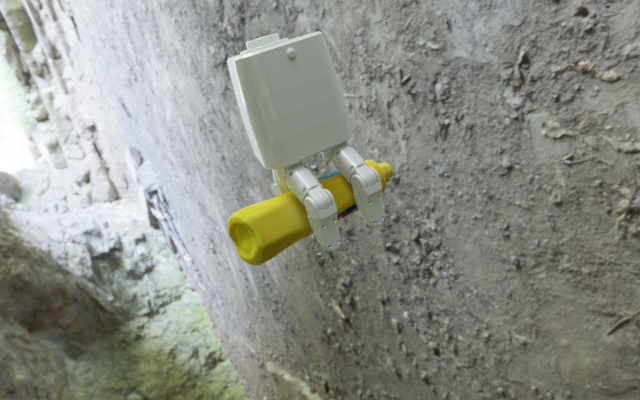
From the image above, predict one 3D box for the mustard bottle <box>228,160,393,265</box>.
[{"bbox_3d":[0.000,0.002,0.510,0.191,0.058,0.096,-26,-2,-25],"label":"mustard bottle"}]
